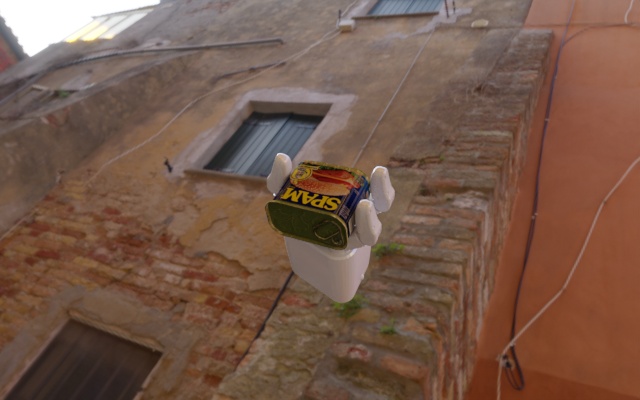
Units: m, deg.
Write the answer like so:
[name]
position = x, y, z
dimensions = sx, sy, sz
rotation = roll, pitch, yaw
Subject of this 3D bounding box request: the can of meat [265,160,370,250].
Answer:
[can of meat]
position = 0.000, 0.002, 0.565
dimensions = 0.102, 0.057, 0.084
rotation = 13, 48, 22
